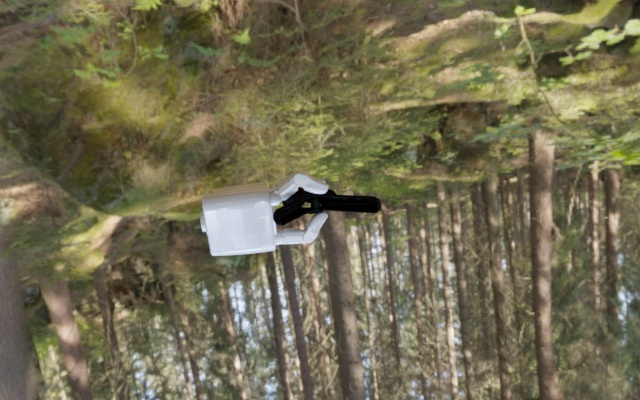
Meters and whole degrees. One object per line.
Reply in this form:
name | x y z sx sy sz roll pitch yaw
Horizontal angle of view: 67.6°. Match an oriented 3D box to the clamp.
clamp | 0.000 0.003 0.789 0.164 0.036 0.210 -5 9 -7
